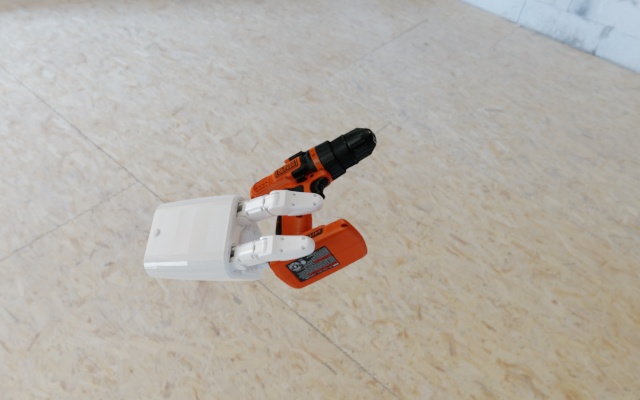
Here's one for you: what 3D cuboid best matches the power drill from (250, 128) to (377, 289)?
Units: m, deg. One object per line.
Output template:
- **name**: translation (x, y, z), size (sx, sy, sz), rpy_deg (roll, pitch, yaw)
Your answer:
- **power drill**: translation (0.000, 0.002, 0.575), size (0.184, 0.057, 0.187), rpy_deg (-30, 35, 14)
